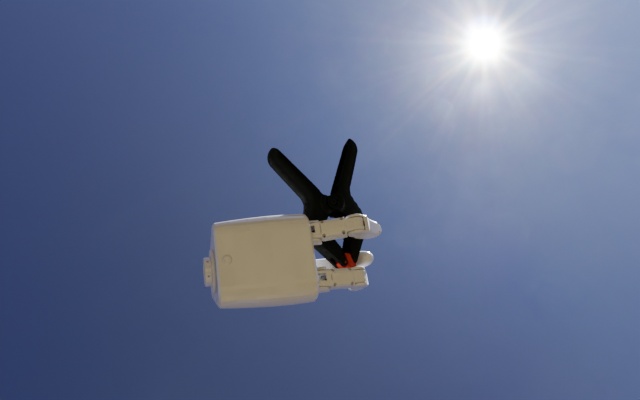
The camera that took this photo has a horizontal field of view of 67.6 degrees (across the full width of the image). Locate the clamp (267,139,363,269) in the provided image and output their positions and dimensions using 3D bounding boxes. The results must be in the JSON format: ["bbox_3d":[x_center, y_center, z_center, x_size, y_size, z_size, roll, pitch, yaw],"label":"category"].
[{"bbox_3d":[0.000,0.002,0.583,0.120,0.171,0.039,-3,-21,-15],"label":"clamp"}]
